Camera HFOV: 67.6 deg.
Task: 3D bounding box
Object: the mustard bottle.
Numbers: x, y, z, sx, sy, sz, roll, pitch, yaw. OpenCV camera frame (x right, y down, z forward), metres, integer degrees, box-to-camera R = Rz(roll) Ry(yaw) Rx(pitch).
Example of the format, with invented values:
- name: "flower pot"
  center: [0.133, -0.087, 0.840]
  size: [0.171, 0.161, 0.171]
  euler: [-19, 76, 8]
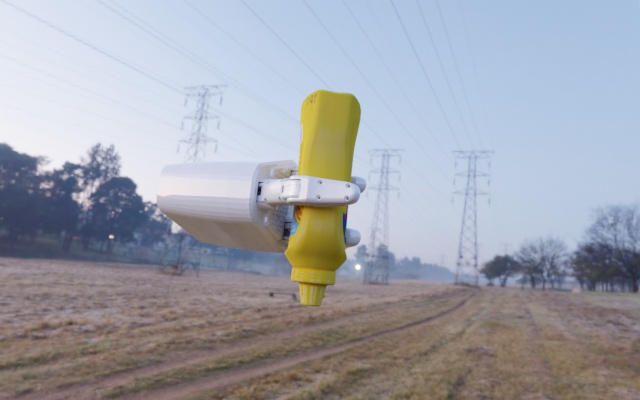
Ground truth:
- name: "mustard bottle"
  center: [0.000, 0.001, 0.448]
  size: [0.058, 0.191, 0.096]
  euler: [7, -8, -6]
